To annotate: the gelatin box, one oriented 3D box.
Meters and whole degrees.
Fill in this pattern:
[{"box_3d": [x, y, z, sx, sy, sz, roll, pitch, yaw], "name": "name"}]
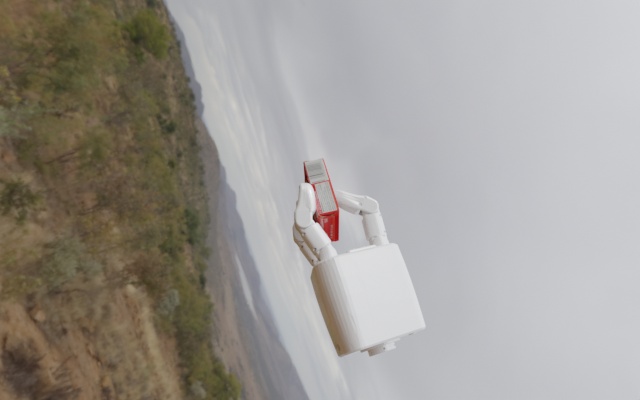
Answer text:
[{"box_3d": [0.000, 0.002, 0.624, 0.030, 0.089, 0.073, -11, -32, -7], "name": "gelatin box"}]
